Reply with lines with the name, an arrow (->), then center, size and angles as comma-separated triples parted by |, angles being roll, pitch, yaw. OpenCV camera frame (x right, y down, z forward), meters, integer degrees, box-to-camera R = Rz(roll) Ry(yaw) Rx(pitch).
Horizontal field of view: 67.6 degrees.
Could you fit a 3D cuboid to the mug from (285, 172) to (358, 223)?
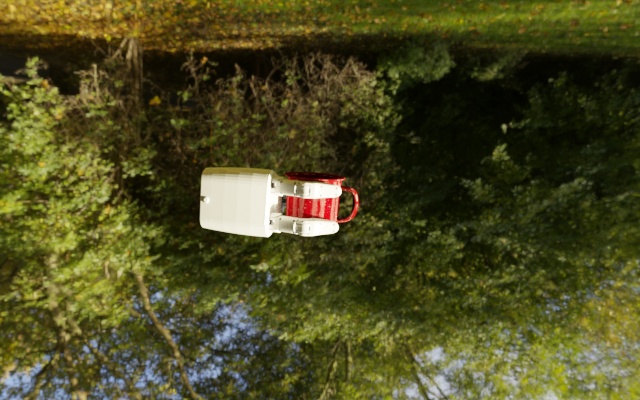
mug -> 0.002, 0.003, 0.736 | 0.117, 0.081, 0.093 | 6, 9, 10
